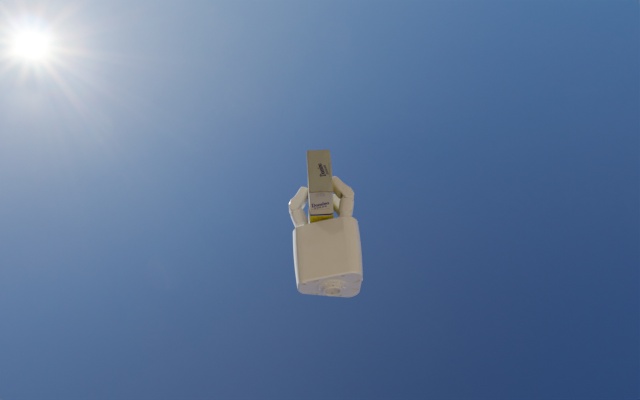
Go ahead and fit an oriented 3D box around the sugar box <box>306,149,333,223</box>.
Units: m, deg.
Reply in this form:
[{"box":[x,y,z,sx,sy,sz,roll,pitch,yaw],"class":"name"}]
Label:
[{"box":[0.001,0.003,0.843,0.048,0.093,0.176,-2,-36,-3],"class":"sugar box"}]
